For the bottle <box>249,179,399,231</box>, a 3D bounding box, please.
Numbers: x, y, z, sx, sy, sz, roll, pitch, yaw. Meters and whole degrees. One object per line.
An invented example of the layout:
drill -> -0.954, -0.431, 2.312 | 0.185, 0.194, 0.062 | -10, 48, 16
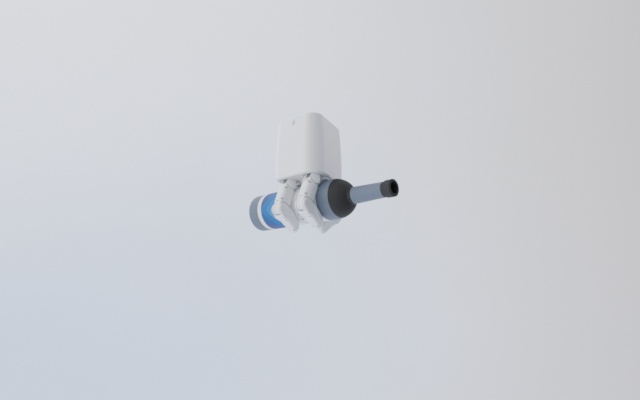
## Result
bottle -> 0.000, 0.003, 0.806 | 0.296, 0.069, 0.069 | -11, -7, 40
